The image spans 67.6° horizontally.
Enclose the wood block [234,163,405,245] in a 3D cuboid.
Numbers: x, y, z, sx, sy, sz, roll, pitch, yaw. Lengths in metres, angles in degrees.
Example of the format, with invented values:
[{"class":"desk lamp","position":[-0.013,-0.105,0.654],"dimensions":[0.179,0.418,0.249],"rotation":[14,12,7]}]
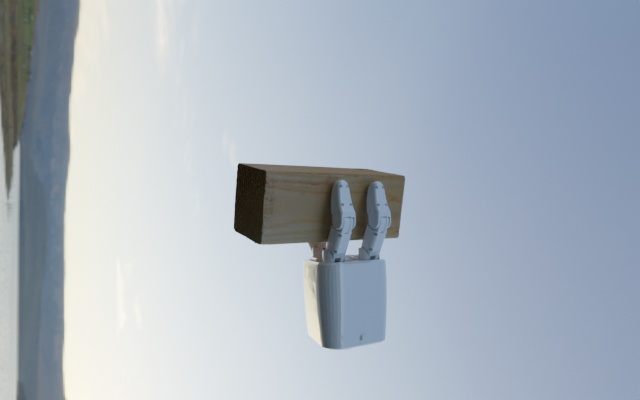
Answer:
[{"class":"wood block","position":[0.000,0.002,0.631],"dimensions":[0.206,0.090,0.091],"rotation":[0,9,-32]}]
